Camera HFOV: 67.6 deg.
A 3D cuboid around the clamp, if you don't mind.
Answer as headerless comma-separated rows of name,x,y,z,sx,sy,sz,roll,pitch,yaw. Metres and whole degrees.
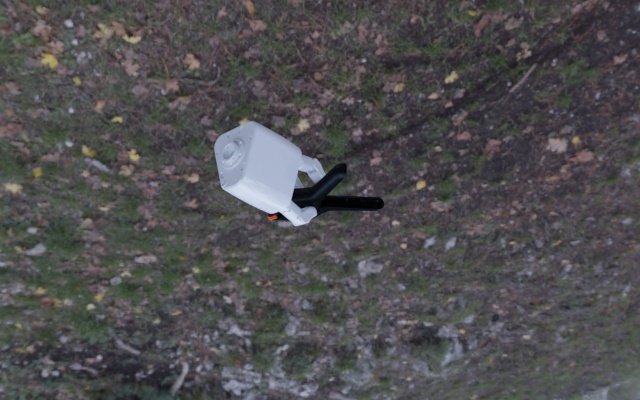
clamp,0.000,0.004,0.858,0.210,0.036,0.165,-19,-32,32
